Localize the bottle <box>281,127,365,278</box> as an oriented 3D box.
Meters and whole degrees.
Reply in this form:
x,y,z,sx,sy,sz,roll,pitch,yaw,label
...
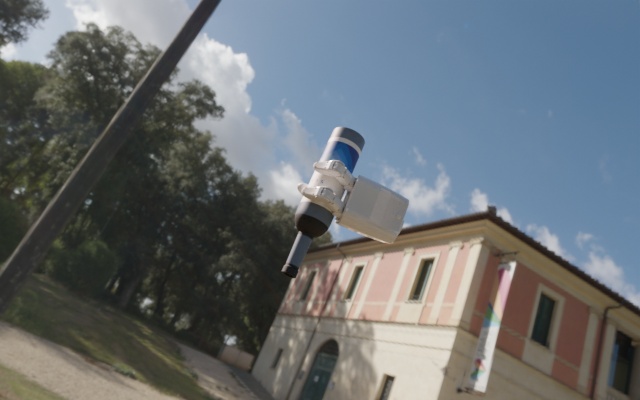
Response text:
x,y,z,sx,sy,sz,roll,pitch,yaw,label
0.000,0.003,0.873,0.069,0.295,0.069,21,-21,8,bottle
